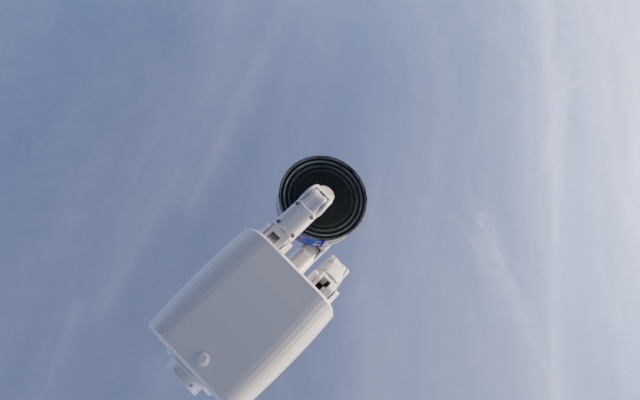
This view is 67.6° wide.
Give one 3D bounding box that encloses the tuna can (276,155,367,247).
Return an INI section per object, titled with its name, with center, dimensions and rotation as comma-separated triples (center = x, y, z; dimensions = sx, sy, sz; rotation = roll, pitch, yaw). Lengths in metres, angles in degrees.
[tuna can]
center = 0.000, 0.002, 0.469
dimensions = 0.086, 0.086, 0.034
rotation = 0, -19, -11
